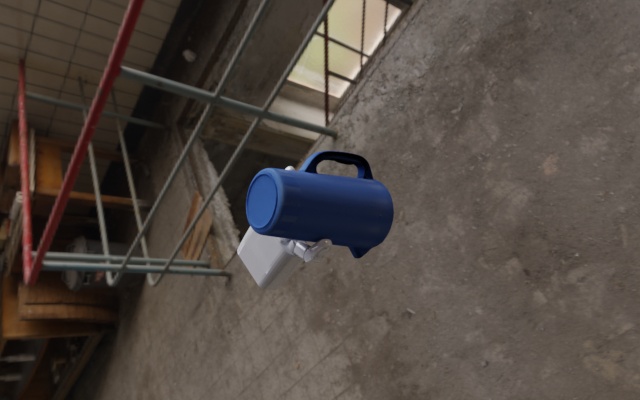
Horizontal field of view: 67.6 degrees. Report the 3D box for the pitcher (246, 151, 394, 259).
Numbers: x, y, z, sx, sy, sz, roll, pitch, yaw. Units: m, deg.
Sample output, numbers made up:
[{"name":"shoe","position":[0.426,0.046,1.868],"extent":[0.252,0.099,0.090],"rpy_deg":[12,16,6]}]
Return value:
[{"name":"pitcher","position":[0.000,0.003,0.826],"extent":[0.243,0.149,0.145],"rpy_deg":[8,-49,-39]}]
